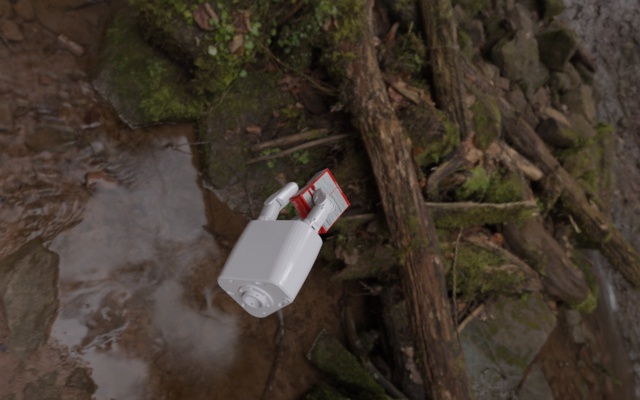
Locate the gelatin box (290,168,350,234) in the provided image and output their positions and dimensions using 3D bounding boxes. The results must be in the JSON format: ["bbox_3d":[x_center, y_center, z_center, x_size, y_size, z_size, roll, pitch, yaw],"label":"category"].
[{"bbox_3d":[0.001,0.002,0.763,0.030,0.073,0.089,-20,18,43],"label":"gelatin box"}]
